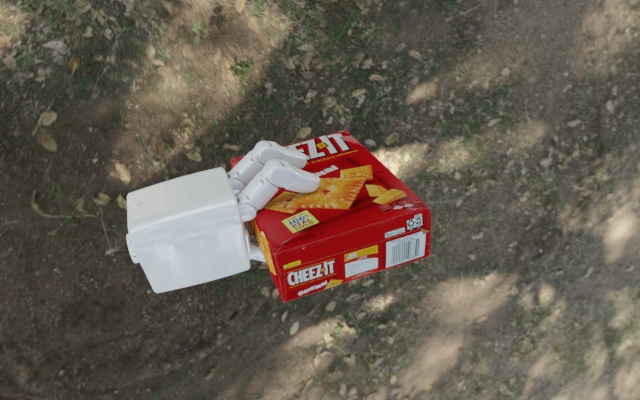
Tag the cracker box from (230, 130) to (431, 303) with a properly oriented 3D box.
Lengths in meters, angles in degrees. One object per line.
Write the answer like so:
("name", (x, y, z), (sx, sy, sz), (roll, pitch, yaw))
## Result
("cracker box", (0.000, 0.002, 0.543), (0.164, 0.072, 0.213), (-15, 34, -14))
